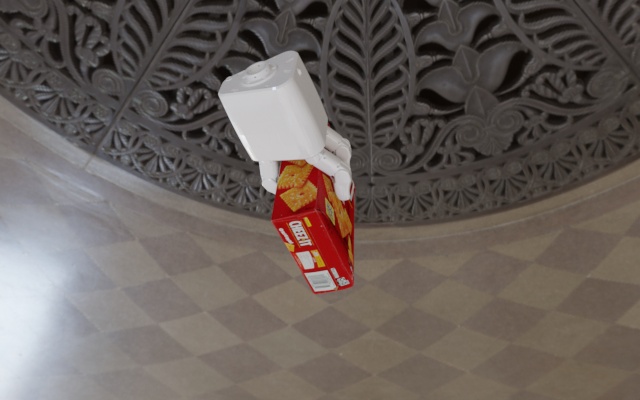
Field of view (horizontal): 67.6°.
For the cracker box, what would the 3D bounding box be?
[{"bbox_3d":[0.000,0.002,0.708,0.072,0.164,0.213,-12,41,16],"label":"cracker box"}]
